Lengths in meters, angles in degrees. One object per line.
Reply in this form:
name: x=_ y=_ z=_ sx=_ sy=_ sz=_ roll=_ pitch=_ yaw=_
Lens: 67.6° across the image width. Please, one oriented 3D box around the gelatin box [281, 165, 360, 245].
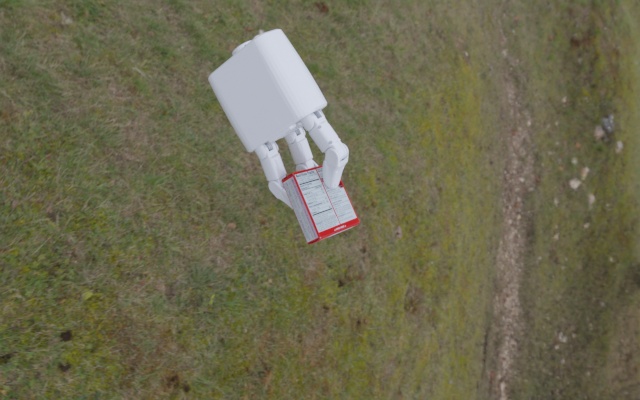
gelatin box: x=0.001 y=0.002 z=0.600 sx=0.073 sy=0.089 sz=0.030 roll=-18 pitch=-8 yaw=-42
